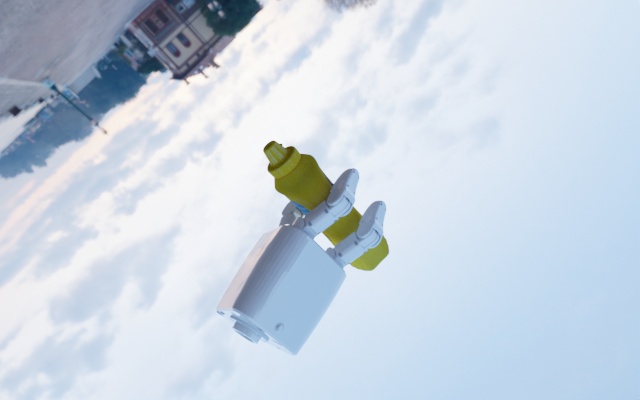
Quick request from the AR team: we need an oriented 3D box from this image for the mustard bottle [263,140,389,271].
[{"bbox_3d":[0.000,0.002,0.569,0.192,0.058,0.096,46,-2,-28],"label":"mustard bottle"}]
